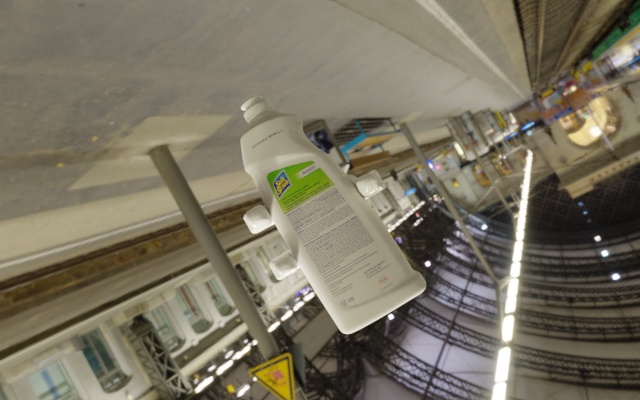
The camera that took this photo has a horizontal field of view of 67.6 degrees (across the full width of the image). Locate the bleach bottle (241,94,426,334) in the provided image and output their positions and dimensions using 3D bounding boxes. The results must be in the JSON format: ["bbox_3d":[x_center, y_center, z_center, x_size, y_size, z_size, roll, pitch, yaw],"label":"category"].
[{"bbox_3d":[0.000,0.002,0.488,0.102,0.251,0.068,-30,-4,-3],"label":"bleach bottle"}]
